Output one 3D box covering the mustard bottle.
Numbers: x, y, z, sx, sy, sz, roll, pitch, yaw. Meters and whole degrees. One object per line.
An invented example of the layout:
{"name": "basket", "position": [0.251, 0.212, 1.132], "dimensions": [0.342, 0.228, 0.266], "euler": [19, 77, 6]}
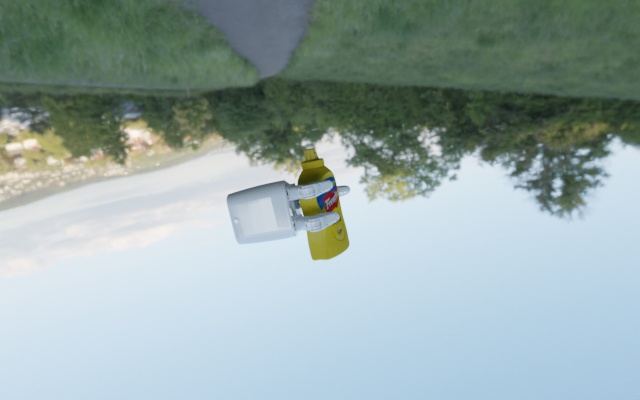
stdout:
{"name": "mustard bottle", "position": [0.001, 0.003, 0.845], "dimensions": [0.058, 0.191, 0.096], "euler": [-7, 10, 32]}
